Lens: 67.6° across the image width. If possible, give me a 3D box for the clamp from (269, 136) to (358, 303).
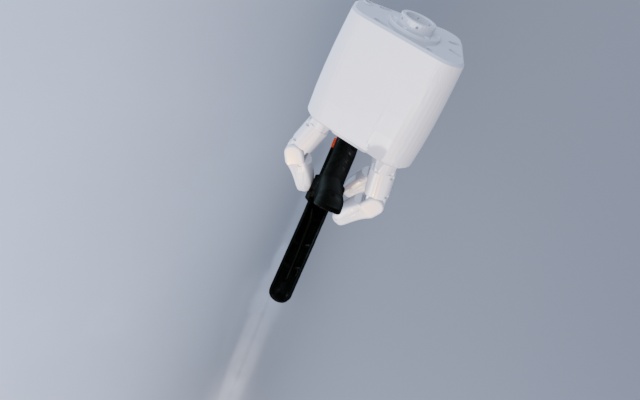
[{"bbox_3d":[0.000,0.001,0.523,0.036,0.165,0.209,25,37,-4],"label":"clamp"}]
